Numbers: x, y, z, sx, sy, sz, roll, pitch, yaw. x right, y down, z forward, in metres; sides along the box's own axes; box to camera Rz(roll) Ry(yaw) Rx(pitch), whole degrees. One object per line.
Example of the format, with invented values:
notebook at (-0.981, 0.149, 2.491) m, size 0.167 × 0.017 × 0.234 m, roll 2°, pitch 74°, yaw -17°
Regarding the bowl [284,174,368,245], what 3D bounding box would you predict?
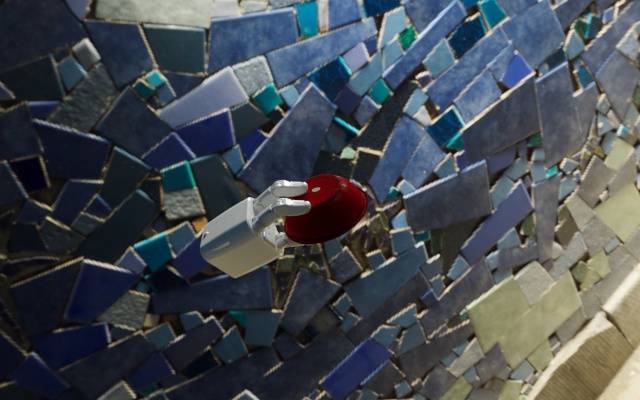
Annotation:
bowl at (0.001, 0.002, 0.841) m, size 0.162 × 0.055 × 0.162 m, roll -17°, pitch 33°, yaw 12°
